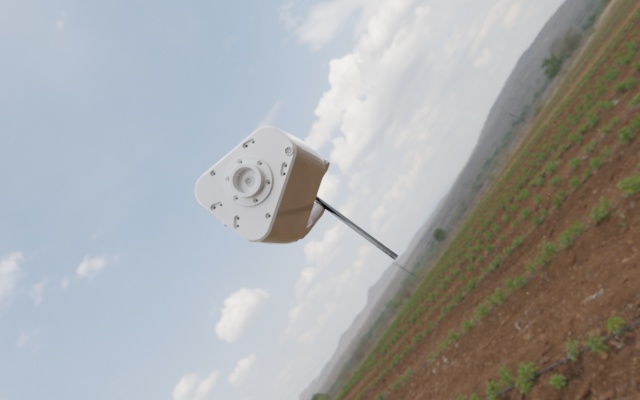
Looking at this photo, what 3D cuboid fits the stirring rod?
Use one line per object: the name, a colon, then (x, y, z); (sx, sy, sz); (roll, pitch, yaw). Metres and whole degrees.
stirring rod: (0.000, 0.002, 0.618); (0.239, 0.011, 0.011); (36, 10, 13)
